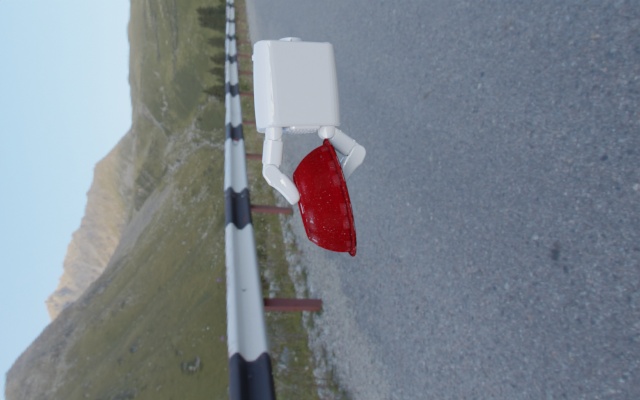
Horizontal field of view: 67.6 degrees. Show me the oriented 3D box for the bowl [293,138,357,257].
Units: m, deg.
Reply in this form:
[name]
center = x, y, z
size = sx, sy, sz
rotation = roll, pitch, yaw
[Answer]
[bowl]
center = 0.000, 0.003, 0.633
size = 0.055, 0.162, 0.162
rotation = -14, 1, -6
